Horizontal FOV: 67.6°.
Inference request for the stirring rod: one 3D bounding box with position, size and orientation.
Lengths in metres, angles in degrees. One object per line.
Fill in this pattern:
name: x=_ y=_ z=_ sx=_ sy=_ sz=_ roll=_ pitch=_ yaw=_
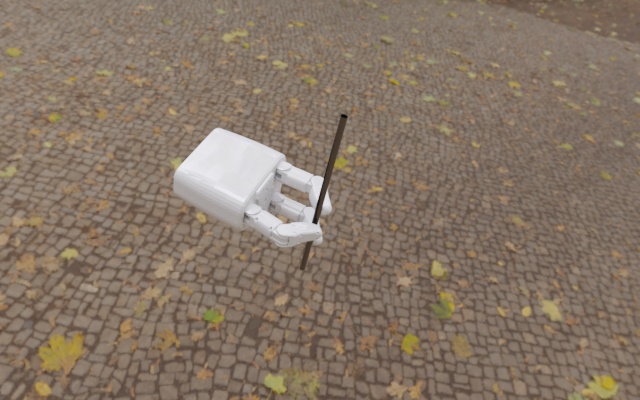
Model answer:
stirring rod: x=0.000 y=0.002 z=0.577 sx=0.011 sy=0.240 sz=0.011 roll=9 pitch=39 yaw=-8
